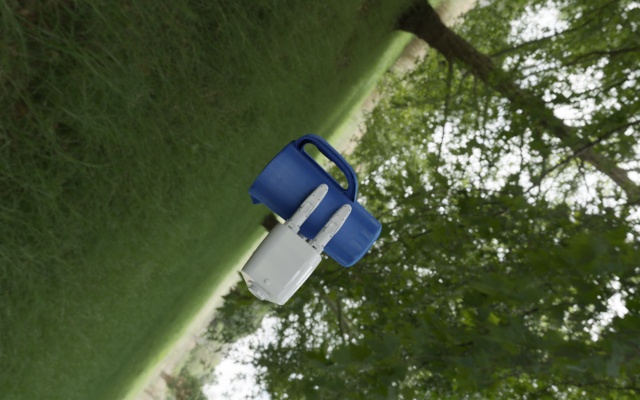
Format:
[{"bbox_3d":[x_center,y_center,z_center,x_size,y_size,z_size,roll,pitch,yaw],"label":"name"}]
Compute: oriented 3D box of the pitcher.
[{"bbox_3d":[0.000,0.003,0.897,0.243,0.145,0.149,41,-24,-2],"label":"pitcher"}]
